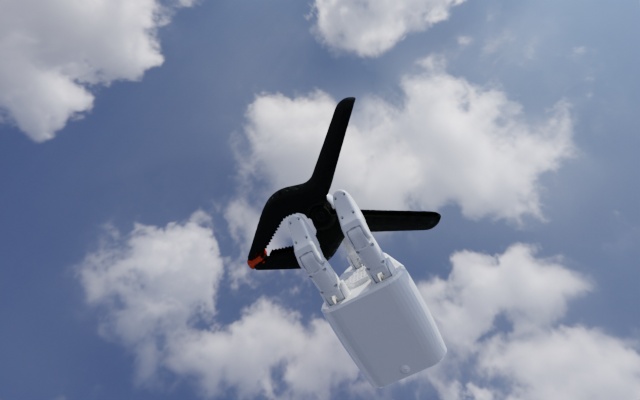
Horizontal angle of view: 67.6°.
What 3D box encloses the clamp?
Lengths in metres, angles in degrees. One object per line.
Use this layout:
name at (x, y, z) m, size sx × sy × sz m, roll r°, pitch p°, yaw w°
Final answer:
clamp at (0.000, 0.002, 0.519) m, size 0.210 × 0.164 × 0.036 m, roll -29°, pitch 7°, yaw 12°
